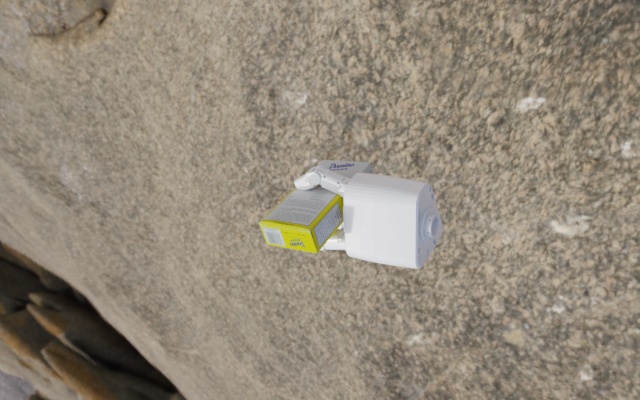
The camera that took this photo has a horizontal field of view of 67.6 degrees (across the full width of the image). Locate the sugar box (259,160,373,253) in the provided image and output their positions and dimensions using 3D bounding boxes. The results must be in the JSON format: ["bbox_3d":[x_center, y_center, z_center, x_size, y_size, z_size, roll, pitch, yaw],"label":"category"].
[{"bbox_3d":[0.000,0.003,0.699,0.093,0.048,0.176,7,35,35],"label":"sugar box"}]
